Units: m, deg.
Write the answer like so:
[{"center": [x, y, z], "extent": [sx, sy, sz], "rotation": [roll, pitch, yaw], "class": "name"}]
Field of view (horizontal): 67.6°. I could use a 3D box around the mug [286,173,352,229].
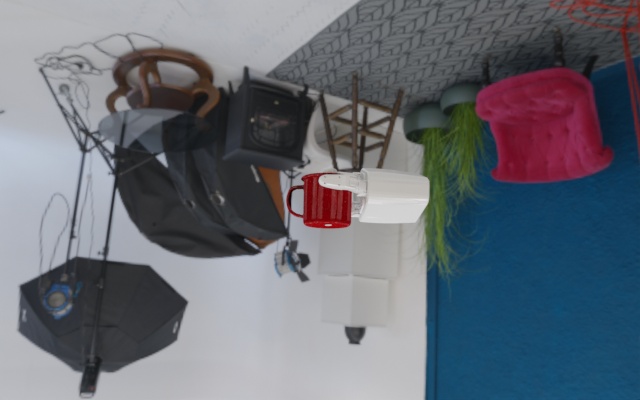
[{"center": [-0.001, 0.003, 0.808], "extent": [0.117, 0.081, 0.093], "rotation": [2, -10, 0], "class": "mug"}]
